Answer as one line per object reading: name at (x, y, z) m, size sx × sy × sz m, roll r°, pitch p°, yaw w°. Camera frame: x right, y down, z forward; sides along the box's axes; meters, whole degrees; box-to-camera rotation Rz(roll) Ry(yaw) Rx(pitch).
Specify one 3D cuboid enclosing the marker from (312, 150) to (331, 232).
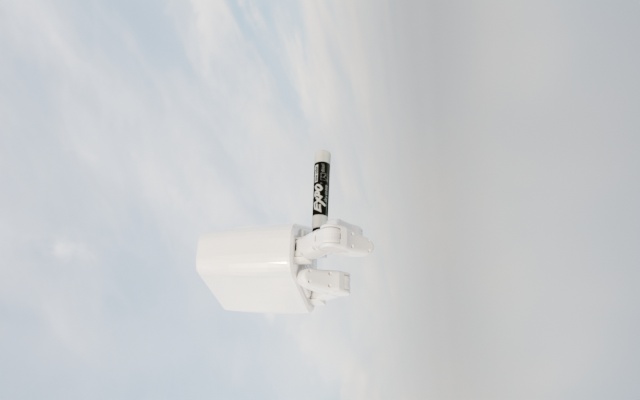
marker at (0.000, 0.002, 0.515) m, size 0.020 × 0.121 × 0.020 m, roll 2°, pitch -25°, yaw 1°
